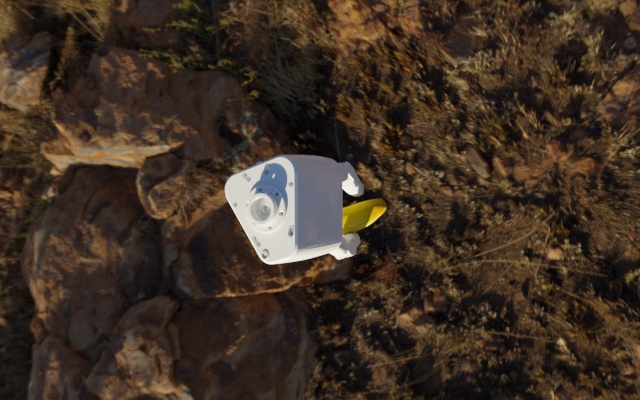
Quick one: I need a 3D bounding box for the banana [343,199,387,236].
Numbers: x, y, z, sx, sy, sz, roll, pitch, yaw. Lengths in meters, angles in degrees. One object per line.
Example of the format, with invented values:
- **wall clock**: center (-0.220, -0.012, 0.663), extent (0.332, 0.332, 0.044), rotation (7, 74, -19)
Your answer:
- **banana**: center (-0.005, 0.020, 0.668), extent (0.198, 0.069, 0.037), rotation (9, 3, 28)
